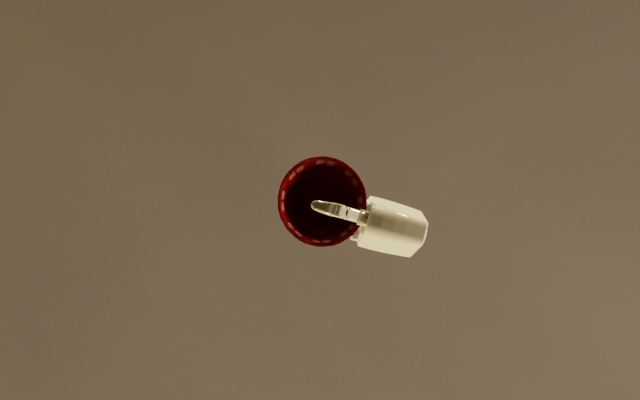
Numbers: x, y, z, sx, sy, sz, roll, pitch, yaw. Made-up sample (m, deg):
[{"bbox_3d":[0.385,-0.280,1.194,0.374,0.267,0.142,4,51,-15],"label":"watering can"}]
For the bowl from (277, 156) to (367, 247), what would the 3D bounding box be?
[{"bbox_3d":[-0.001,0.002,0.871,0.162,0.162,0.055,0,-2,-9],"label":"bowl"}]
